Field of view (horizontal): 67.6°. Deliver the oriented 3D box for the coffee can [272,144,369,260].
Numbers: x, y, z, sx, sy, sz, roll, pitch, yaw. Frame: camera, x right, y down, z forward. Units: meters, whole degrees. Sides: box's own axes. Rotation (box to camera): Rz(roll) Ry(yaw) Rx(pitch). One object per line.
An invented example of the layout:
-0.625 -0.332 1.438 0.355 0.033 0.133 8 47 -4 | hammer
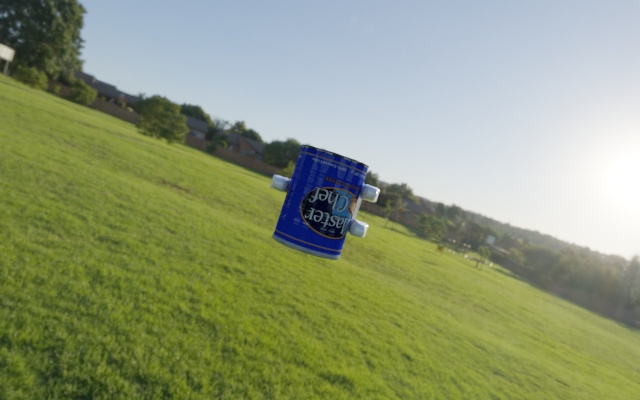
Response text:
0.000 0.002 0.686 0.103 0.140 0.103 18 2 -1 | coffee can
